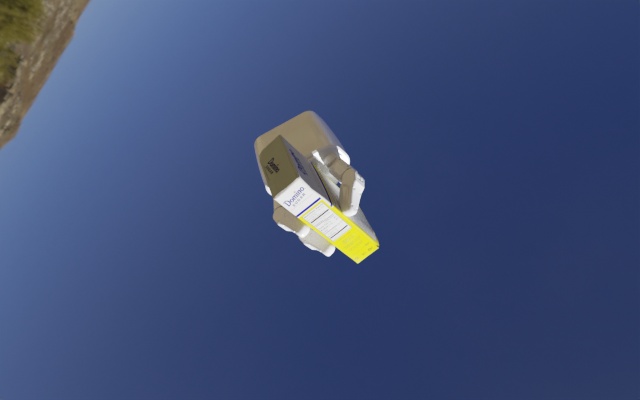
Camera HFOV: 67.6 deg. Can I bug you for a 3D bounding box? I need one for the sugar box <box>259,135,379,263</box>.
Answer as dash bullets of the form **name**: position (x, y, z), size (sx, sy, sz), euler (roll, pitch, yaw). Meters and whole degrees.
- **sugar box**: position (0.000, 0.002, 0.603), size (0.176, 0.048, 0.093), euler (37, 18, -39)
